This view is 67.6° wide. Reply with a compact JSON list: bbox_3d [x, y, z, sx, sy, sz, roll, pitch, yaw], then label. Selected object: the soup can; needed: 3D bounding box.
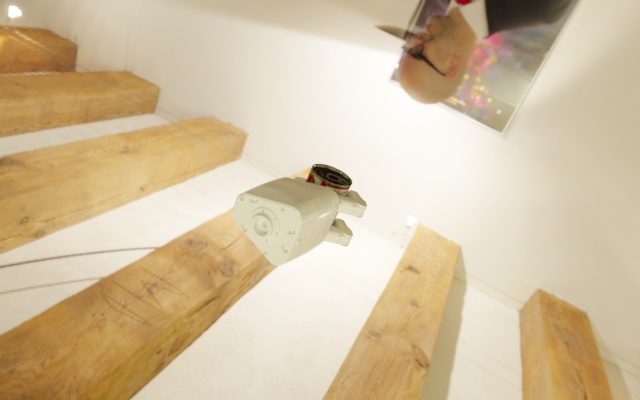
[{"bbox_3d":[0.000,0.003,0.752,0.068,0.102,0.068,19,25,-9],"label":"soup can"}]
